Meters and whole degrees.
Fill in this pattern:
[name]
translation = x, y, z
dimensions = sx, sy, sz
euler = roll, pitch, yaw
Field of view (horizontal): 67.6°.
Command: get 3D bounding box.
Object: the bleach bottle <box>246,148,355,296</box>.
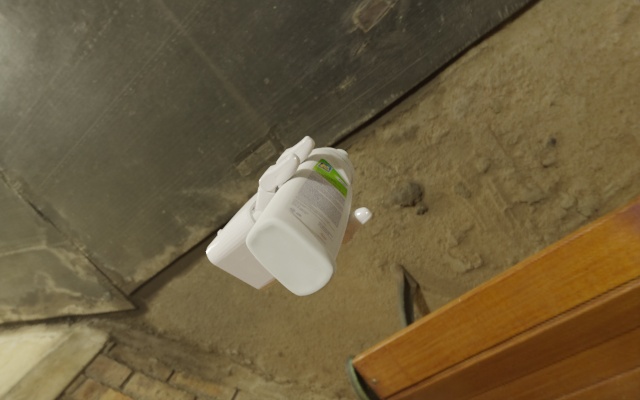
[bleach bottle]
translation = 0.000, 0.002, 0.601
dimensions = 0.068, 0.102, 0.250
euler = -40, 11, 32
